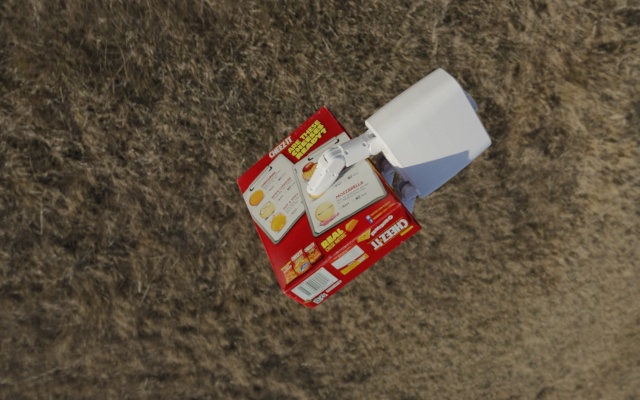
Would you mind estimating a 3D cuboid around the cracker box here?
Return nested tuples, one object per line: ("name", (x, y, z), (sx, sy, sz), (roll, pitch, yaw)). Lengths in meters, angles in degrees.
("cracker box", (0.000, 0.002, 0.603), (0.072, 0.164, 0.213), (43, 12, -45))
